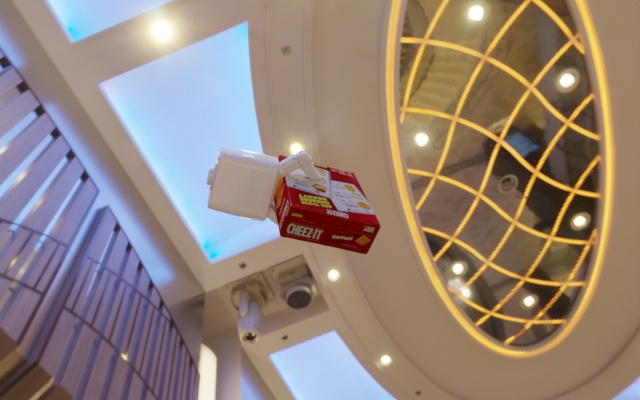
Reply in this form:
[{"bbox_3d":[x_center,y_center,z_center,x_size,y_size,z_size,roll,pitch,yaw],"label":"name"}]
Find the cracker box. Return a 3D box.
[{"bbox_3d":[0.000,0.003,0.887,0.164,0.072,0.213,13,26,-17],"label":"cracker box"}]
